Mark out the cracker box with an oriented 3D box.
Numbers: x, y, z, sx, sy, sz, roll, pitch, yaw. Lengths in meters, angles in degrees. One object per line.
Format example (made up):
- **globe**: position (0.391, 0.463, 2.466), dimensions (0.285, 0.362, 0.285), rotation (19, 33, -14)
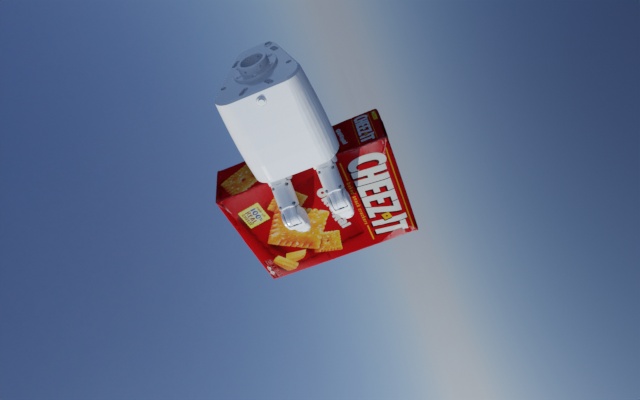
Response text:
- **cracker box**: position (0.000, 0.002, 0.609), dimensions (0.214, 0.164, 0.072), rotation (-20, 41, 9)
